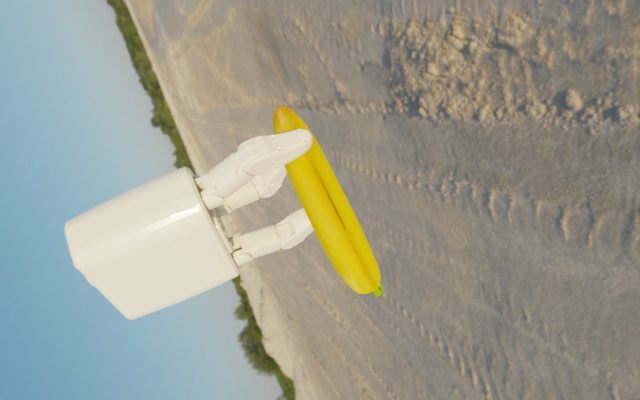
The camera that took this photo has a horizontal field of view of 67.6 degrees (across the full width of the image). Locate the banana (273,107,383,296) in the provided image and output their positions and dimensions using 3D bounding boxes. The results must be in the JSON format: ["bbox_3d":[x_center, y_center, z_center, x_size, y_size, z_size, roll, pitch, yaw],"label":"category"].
[{"bbox_3d":[0.003,0.004,0.415,0.037,0.198,0.069,-26,0,-5],"label":"banana"}]
